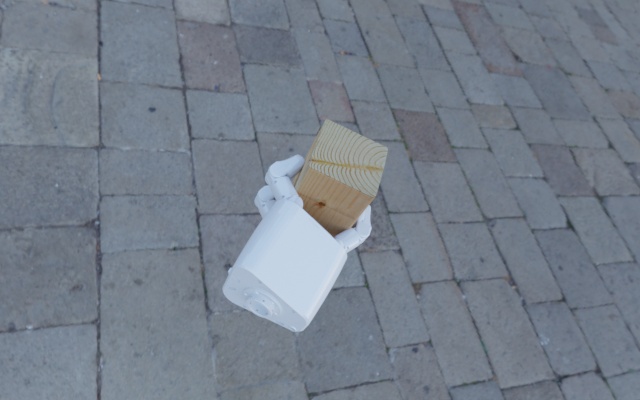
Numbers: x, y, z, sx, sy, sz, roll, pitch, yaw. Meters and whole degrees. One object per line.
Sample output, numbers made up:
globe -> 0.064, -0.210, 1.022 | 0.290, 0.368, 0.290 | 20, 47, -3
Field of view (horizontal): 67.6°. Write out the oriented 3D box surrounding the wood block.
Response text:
wood block -> 0.000, 0.002, 0.654 | 0.091, 0.090, 0.206 | 25, -39, -7
